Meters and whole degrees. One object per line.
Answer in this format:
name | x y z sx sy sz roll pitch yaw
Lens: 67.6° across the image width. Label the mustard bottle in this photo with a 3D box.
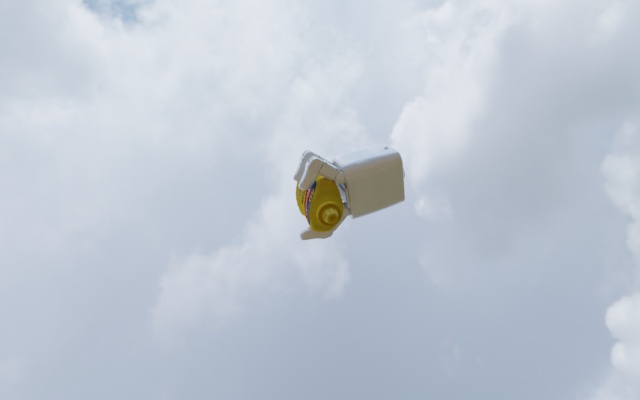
mustard bottle | 0.000 0.003 0.843 0.058 0.096 0.191 7 15 -15
